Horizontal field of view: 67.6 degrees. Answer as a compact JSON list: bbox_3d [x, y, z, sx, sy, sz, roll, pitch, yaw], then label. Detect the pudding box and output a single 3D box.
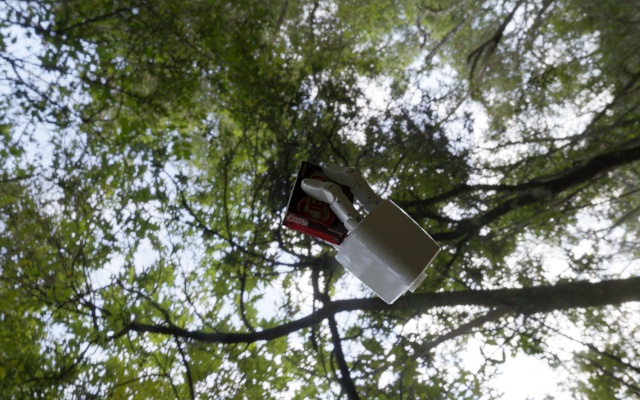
[{"bbox_3d":[0.000,0.002,0.693,0.090,0.039,0.113,21,42,-8],"label":"pudding box"}]
